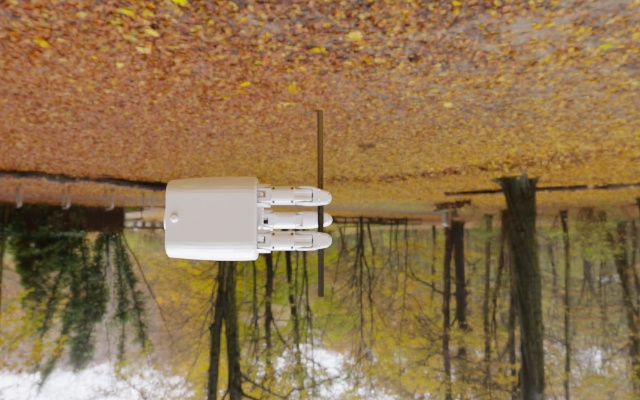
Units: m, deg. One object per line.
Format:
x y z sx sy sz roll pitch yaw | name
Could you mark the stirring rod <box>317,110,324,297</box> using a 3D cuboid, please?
0.000 0.002 0.616 0.011 0.239 0.011 0 -4 0 | stirring rod
